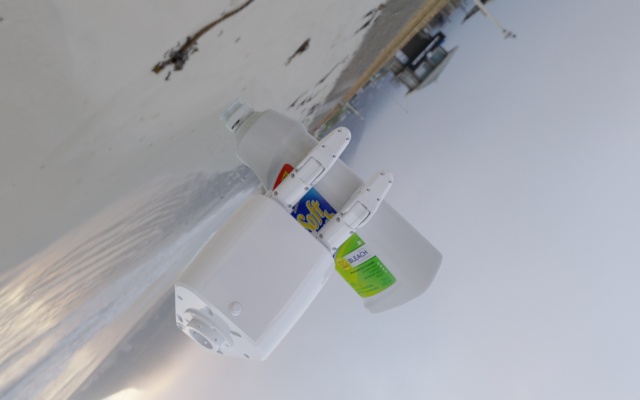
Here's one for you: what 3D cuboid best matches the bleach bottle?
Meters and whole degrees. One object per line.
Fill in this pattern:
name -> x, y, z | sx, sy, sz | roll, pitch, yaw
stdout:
bleach bottle -> 0.000, 0.002, 0.474 | 0.068, 0.251, 0.103 | -51, 8, -38
